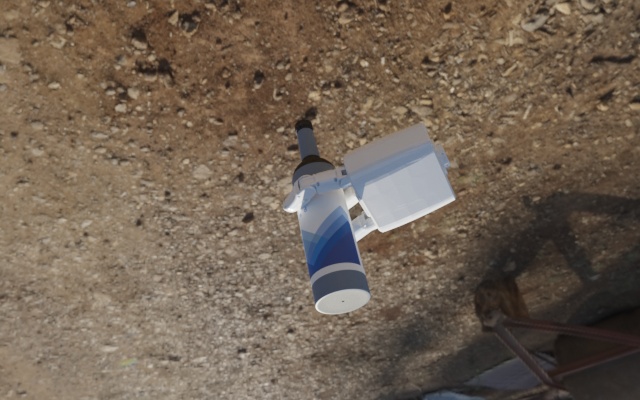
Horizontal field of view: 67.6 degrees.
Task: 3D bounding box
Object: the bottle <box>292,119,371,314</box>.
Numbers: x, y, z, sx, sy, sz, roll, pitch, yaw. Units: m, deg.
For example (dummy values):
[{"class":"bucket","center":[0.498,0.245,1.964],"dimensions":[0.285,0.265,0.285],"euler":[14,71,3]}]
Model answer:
[{"class":"bottle","center":[0.000,0.002,0.642],"dimensions":[0.069,0.295,0.069],"euler":[-8,-36,-6]}]
